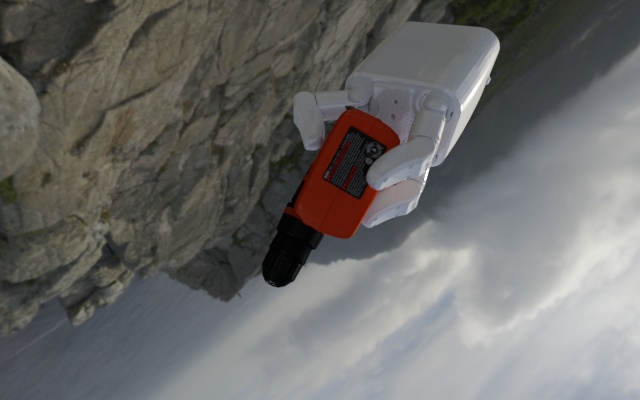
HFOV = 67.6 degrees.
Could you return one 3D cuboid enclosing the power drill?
[{"bbox_3d":[0.000,0.001,0.458,0.057,0.184,0.187,28,-11,-7],"label":"power drill"}]
